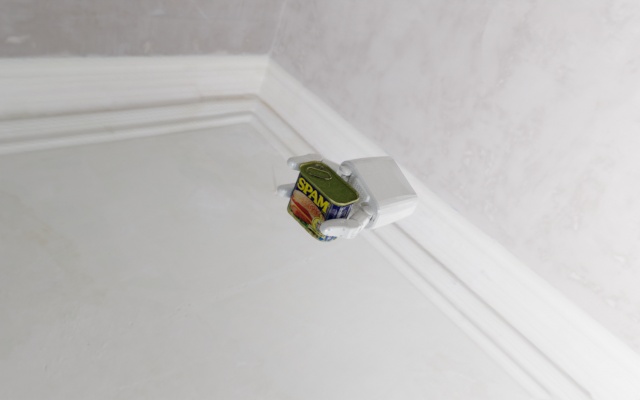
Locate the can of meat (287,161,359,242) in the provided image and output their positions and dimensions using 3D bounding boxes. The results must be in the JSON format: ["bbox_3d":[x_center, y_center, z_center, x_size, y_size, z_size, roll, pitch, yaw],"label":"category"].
[{"bbox_3d":[0.000,0.003,0.737,0.057,0.084,0.102,-18,51,-43],"label":"can of meat"}]
